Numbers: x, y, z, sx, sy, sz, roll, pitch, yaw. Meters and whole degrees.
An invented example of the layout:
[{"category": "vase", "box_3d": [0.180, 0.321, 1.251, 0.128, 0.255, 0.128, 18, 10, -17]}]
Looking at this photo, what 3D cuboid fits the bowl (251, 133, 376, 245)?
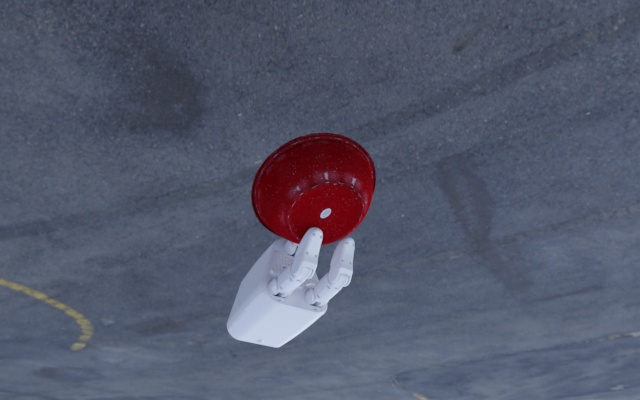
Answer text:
[{"category": "bowl", "box_3d": [0.001, 0.001, 0.577, 0.162, 0.162, 0.055, 0, 35, -19]}]
